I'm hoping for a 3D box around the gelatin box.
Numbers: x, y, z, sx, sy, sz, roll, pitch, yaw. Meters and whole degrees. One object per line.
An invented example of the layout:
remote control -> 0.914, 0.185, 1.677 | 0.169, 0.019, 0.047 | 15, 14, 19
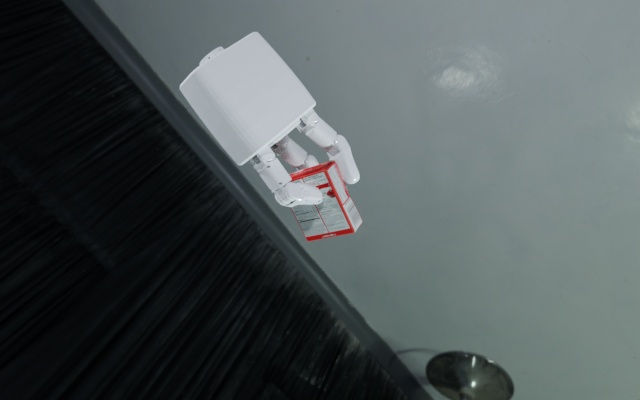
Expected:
gelatin box -> 0.000, 0.002, 0.583 | 0.073, 0.089, 0.030 | -14, 19, 35
